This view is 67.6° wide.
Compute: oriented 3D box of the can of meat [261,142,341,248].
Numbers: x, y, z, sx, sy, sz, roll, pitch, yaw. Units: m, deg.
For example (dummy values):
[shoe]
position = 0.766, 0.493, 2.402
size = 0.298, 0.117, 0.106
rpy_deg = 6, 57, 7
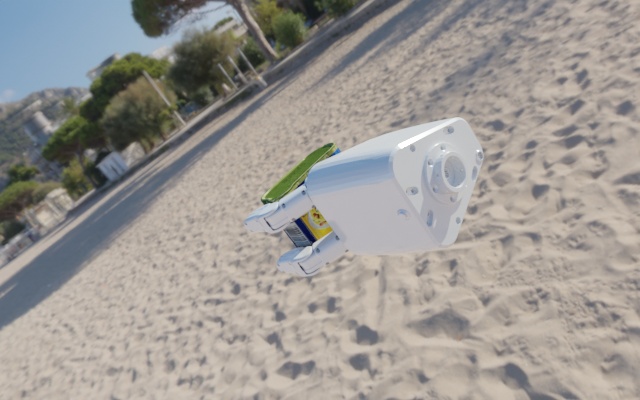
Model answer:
[can of meat]
position = 0.000, 0.001, 0.498
size = 0.102, 0.084, 0.057
rpy_deg = -45, 20, -27
